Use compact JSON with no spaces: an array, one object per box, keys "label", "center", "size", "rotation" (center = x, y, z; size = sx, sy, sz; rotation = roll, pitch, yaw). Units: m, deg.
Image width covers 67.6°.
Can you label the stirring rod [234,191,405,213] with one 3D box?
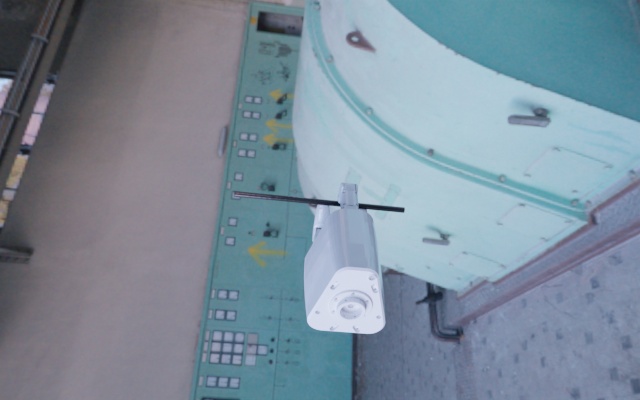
[{"label":"stirring rod","center":[0.000,0.002,0.672],"size":[0.239,0.011,0.011],"rotation":[6,-1,-5]}]
